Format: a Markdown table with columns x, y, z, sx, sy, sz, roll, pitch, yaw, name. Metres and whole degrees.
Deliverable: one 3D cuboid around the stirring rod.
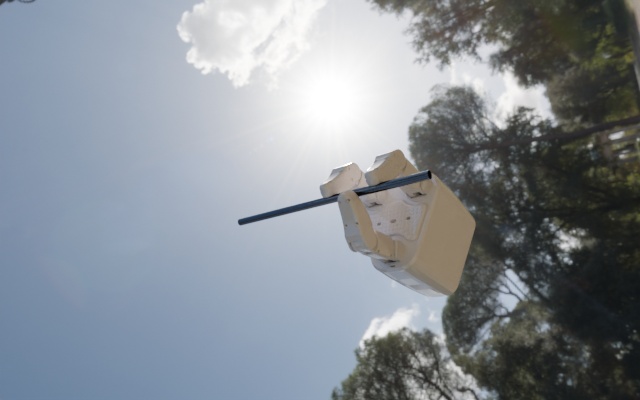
| x | y | z | sx | sy | sz | roll | pitch | yaw | name |
| --- | --- | --- | --- | --- | --- | --- | --- | --- | --- |
| 0.000 | 0.002 | 0.478 | 0.239 | 0.011 | 0.011 | -14 | -9 | 37 | stirring rod |
